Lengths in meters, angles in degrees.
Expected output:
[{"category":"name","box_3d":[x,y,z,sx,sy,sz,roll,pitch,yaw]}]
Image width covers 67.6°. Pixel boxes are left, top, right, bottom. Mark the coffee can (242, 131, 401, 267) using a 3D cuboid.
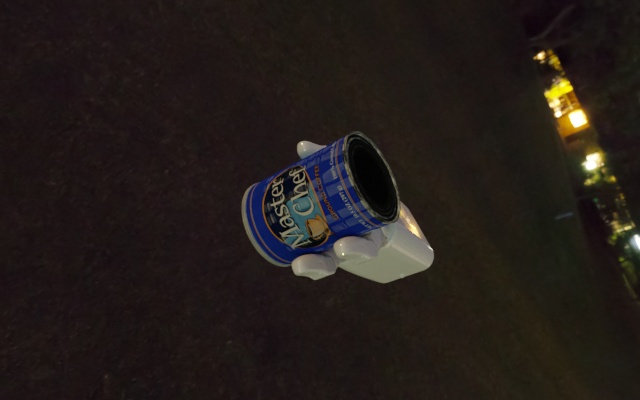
[{"category":"coffee can","box_3d":[0.000,0.002,0.517,0.140,0.102,0.103,-25,-13,30]}]
